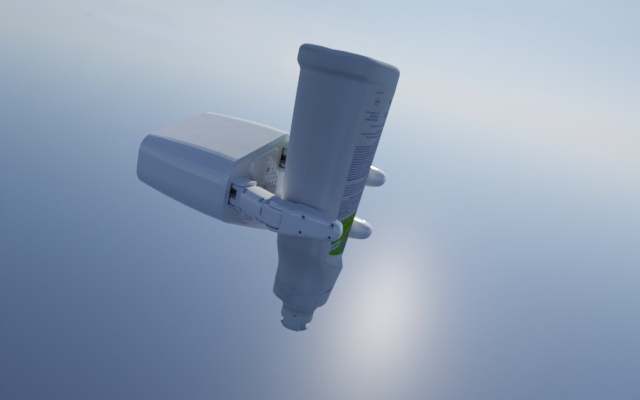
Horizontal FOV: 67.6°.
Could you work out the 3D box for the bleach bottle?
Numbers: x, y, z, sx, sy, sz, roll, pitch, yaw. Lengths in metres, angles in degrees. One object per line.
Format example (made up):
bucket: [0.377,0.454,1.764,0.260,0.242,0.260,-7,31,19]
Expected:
bleach bottle: [0.000,0.001,0.417,0.068,0.251,0.102,20,17,22]
